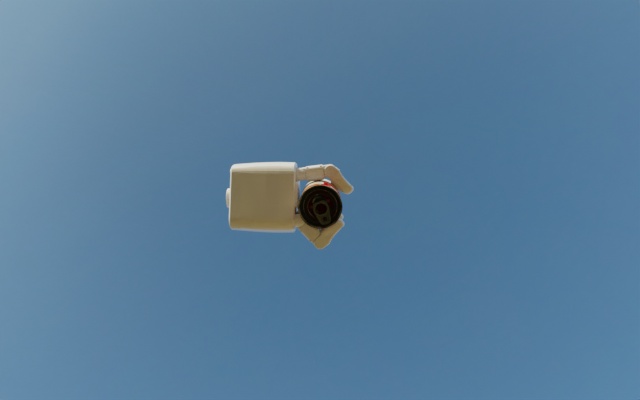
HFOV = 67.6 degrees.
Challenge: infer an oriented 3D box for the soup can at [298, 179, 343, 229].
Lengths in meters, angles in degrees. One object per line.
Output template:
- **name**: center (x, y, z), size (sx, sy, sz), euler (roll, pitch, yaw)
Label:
- **soup can**: center (0.001, 0.002, 0.773), size (0.068, 0.068, 0.102), euler (0, 9, 1)
